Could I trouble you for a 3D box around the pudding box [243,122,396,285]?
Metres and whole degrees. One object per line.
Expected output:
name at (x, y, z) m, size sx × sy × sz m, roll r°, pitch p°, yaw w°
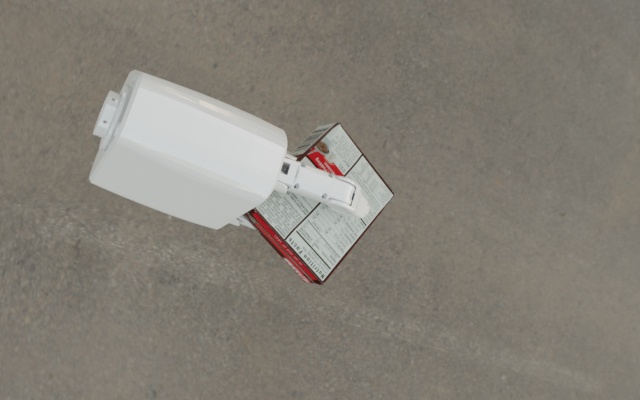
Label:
pudding box at (0.000, 0.001, 0.409) m, size 0.113 × 0.090 × 0.039 m, roll -47°, pitch 20°, yaw -22°
